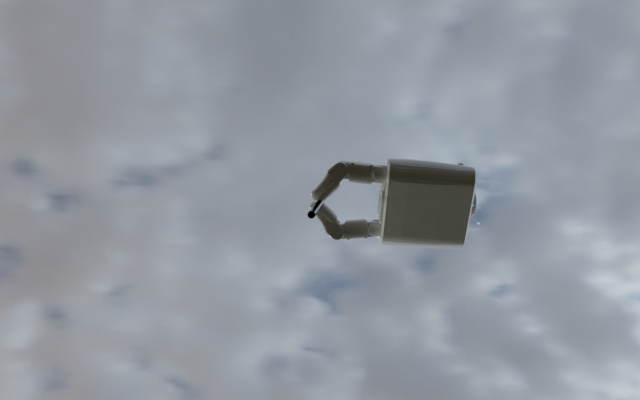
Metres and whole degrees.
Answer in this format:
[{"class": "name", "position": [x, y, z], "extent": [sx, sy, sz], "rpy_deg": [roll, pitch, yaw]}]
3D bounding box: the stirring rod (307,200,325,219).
[{"class": "stirring rod", "position": [0.000, 0.002, 0.600], "extent": [0.011, 0.011, 0.239], "rpy_deg": [0, 6, 4]}]
